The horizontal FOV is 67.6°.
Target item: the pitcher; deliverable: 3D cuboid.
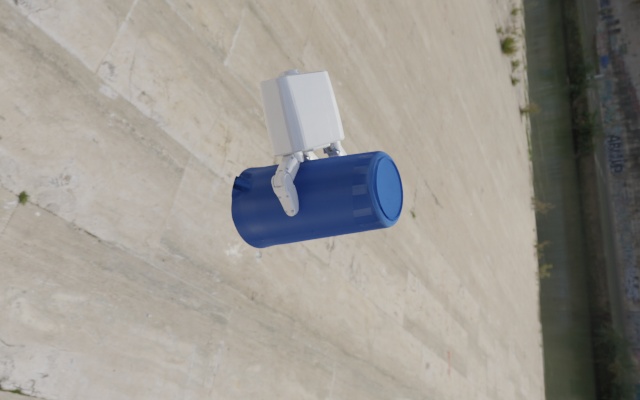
[{"bbox_3d":[0.000,0.002,0.726,0.243,0.145,0.149,-8,11,32],"label":"pitcher"}]
